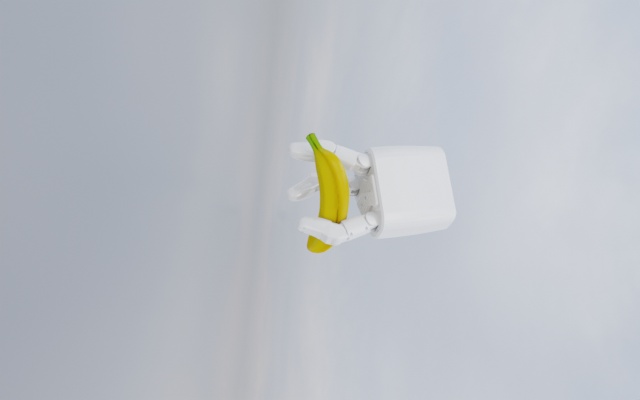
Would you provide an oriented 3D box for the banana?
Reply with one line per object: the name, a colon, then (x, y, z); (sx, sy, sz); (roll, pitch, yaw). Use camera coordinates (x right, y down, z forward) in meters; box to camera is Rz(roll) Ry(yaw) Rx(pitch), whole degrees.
banana: (0.008, 0.010, 0.619); (0.037, 0.198, 0.069); (-16, 43, -22)
